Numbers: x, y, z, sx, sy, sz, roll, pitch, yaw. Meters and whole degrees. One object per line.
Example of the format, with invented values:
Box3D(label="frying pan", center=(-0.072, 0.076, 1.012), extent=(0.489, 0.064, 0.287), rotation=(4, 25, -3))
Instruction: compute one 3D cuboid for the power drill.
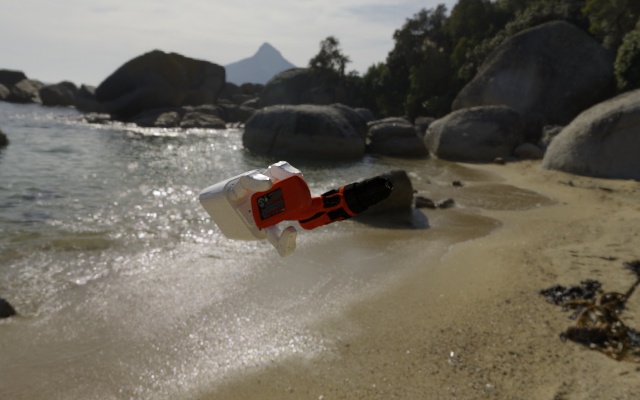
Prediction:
Box3D(label="power drill", center=(0.000, 0.002, 0.745), extent=(0.184, 0.057, 0.187), rotation=(-25, -18, 31))
